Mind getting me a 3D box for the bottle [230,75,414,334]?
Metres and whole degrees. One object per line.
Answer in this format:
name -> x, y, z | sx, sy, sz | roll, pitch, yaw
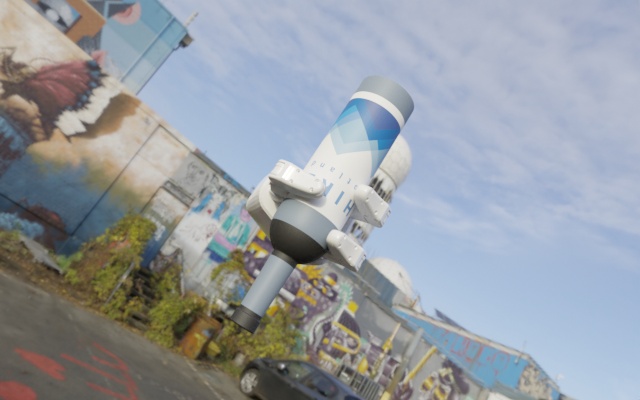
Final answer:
bottle -> 0.000, 0.001, 0.497 | 0.069, 0.295, 0.069 | 30, -16, 10
